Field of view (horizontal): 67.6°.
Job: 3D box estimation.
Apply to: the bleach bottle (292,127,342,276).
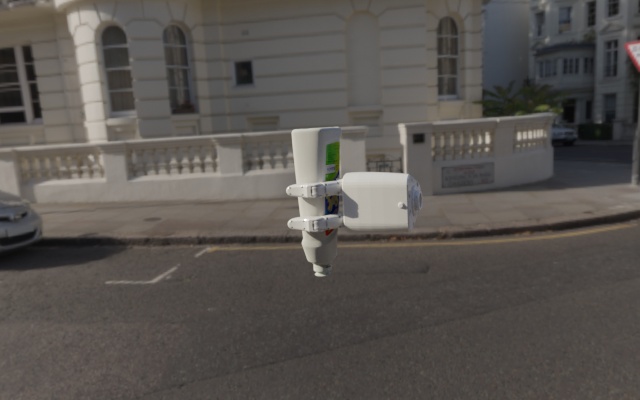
[{"bbox_3d":[0.000,0.003,0.817,0.068,0.251,0.102,0,10,23],"label":"bleach bottle"}]
